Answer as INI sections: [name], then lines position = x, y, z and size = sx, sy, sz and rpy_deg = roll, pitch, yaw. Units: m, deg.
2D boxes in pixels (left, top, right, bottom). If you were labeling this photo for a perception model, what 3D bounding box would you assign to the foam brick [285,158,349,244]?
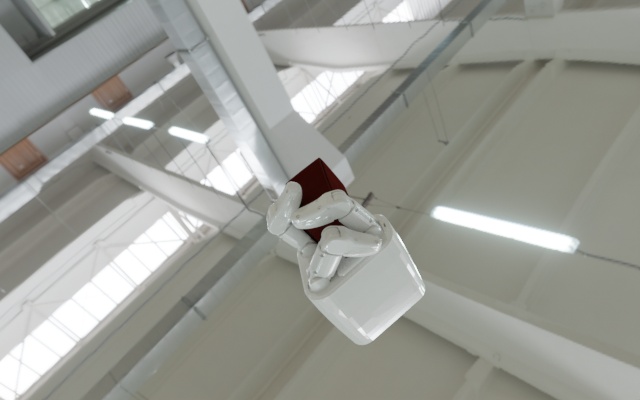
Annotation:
[foam brick]
position = 0.000, 0.001, 0.529
size = 0.053, 0.051, 0.078
rpy_deg = -36, 34, 13
